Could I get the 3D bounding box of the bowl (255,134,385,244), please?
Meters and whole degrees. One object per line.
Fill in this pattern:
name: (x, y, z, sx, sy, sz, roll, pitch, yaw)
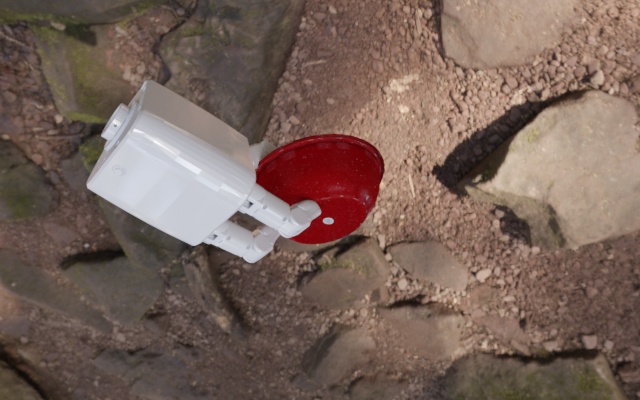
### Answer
bowl: (0.001, 0.002, 0.526, 0.162, 0.055, 0.162, -11, -34, -7)
